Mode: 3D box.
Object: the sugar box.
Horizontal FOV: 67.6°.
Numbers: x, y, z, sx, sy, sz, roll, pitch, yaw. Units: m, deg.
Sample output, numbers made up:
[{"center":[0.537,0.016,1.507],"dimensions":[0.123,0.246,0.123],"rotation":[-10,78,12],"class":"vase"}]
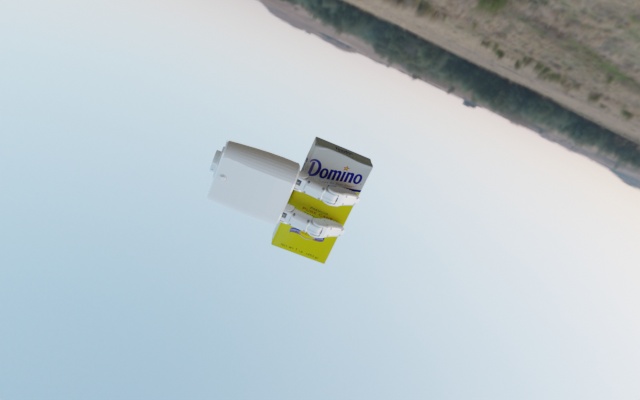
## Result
[{"center":[0.000,0.003,0.722],"dimensions":[0.093,0.176,0.048],"rotation":[21,23,-10],"class":"sugar box"}]
